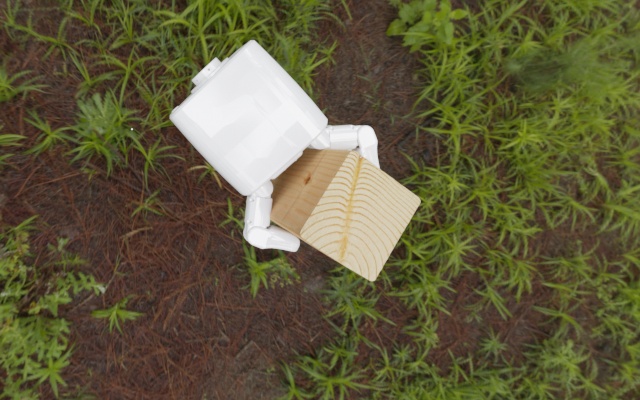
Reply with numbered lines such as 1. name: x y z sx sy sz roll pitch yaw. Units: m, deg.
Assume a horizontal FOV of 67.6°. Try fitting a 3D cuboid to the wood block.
1. wood block: 0.000 0.002 0.516 0.090 0.091 0.206 34 -5 -22
